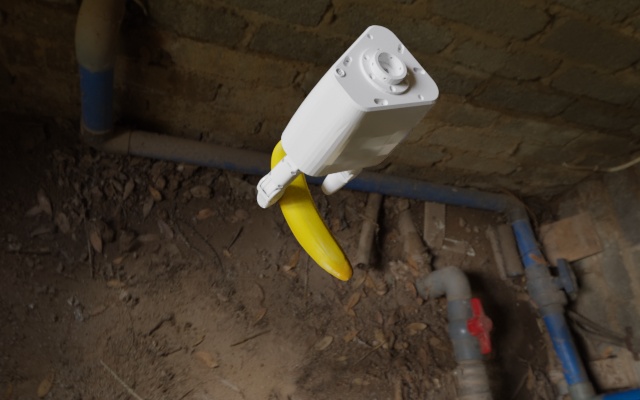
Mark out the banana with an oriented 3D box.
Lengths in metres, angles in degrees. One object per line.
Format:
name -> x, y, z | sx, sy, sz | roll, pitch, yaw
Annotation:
banana -> -0.017, 0.000, 0.544 | 0.069, 0.197, 0.037 | -2, -27, -32
